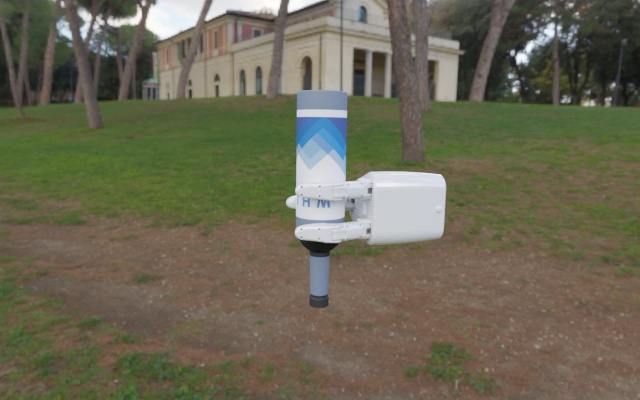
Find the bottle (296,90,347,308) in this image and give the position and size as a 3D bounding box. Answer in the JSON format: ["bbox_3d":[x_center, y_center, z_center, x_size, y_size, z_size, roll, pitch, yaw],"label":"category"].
[{"bbox_3d":[0.000,0.002,0.653,0.069,0.296,0.069,1,9,0],"label":"bottle"}]
